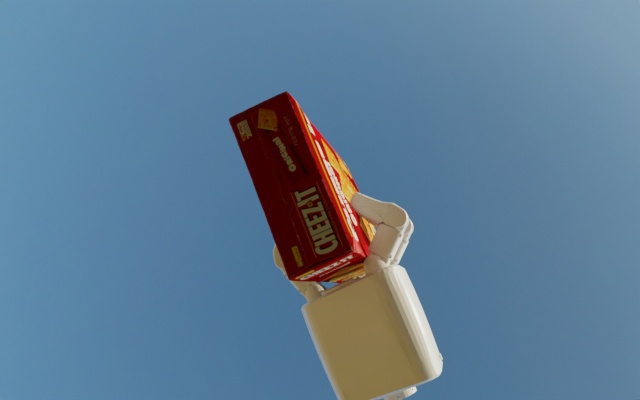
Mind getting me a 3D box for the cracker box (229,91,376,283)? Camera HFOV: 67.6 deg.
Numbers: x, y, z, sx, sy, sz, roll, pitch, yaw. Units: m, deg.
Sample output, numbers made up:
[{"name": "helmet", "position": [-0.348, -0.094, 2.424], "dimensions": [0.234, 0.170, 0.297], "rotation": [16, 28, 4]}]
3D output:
[{"name": "cracker box", "position": [0.000, 0.002, 0.515], "dimensions": [0.072, 0.164, 0.214], "rotation": [-26, -16, 9]}]
